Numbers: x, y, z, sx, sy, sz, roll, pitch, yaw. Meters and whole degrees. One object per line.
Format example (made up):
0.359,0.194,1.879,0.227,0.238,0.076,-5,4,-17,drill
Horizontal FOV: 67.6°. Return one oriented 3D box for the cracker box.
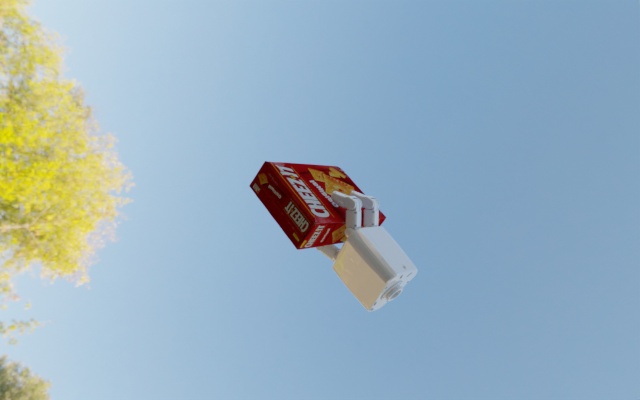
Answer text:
0.000,0.003,0.896,0.214,0.072,0.164,-1,43,-50,cracker box
